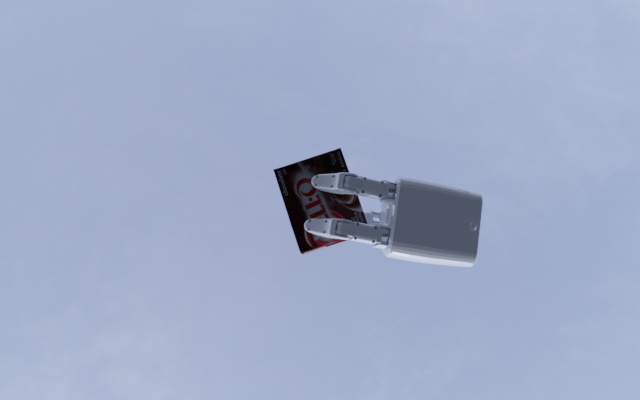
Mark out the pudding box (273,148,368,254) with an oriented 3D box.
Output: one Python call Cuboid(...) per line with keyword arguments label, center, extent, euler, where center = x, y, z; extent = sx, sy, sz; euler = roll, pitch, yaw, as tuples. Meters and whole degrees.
Cuboid(label="pudding box", center=(0.000, 0.002, 0.602), extent=(0.090, 0.113, 0.039), euler=(-18, -9, -5))
